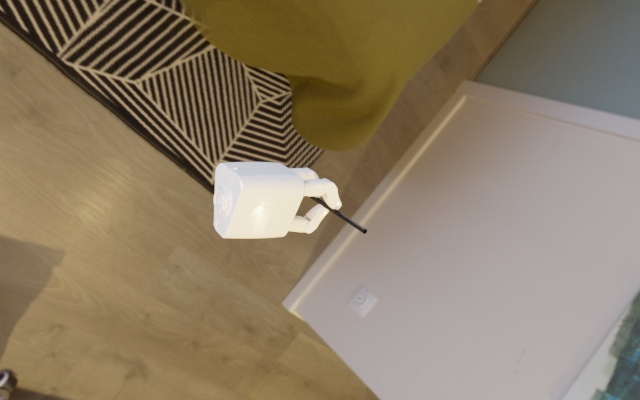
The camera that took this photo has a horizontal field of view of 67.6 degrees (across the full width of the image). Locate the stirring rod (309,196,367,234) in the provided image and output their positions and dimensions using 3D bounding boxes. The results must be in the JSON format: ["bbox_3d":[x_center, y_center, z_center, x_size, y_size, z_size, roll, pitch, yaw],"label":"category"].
[{"bbox_3d":[0.000,0.003,0.810,0.011,0.011,0.239,0,22,-37],"label":"stirring rod"}]
